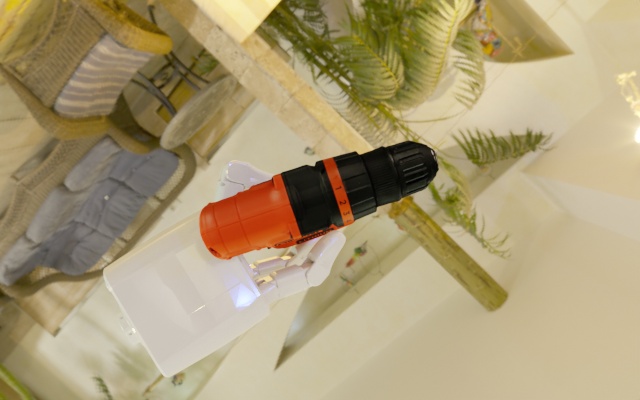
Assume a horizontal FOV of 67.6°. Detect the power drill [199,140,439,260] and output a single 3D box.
[{"bbox_3d":[0.000,0.002,0.427,0.184,0.057,0.187,-17,-6,-1],"label":"power drill"}]
